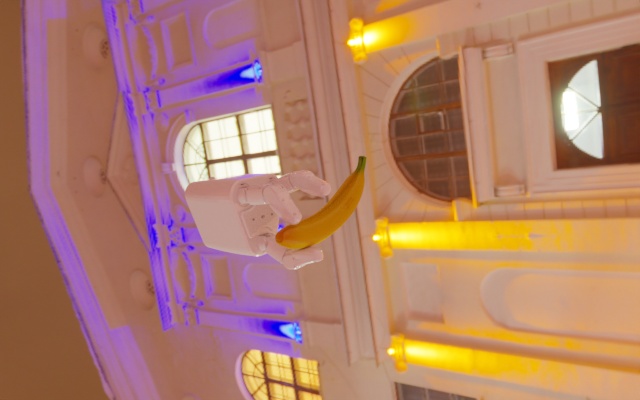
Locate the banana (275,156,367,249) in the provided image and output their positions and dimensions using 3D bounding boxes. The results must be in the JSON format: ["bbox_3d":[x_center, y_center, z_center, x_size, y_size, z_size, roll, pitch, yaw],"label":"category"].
[{"bbox_3d":[0.007,0.015,0.651,0.037,0.070,0.197,8,39,38],"label":"banana"}]
